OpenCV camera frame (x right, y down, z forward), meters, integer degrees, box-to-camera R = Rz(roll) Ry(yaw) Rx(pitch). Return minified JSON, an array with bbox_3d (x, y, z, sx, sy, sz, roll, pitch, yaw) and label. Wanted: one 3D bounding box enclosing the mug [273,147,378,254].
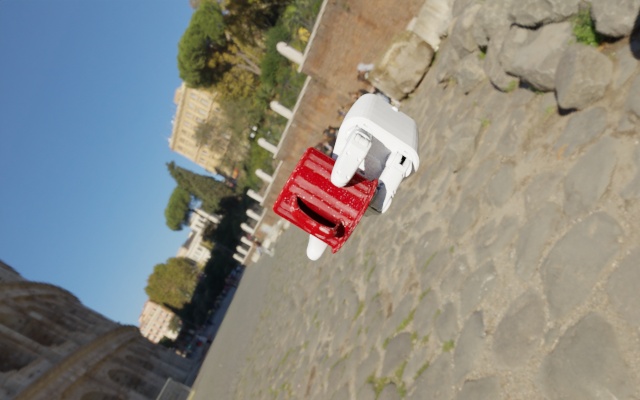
[{"bbox_3d":[0.000,0.002,0.496,0.081,0.093,0.117,31,29,-3],"label":"mug"}]
